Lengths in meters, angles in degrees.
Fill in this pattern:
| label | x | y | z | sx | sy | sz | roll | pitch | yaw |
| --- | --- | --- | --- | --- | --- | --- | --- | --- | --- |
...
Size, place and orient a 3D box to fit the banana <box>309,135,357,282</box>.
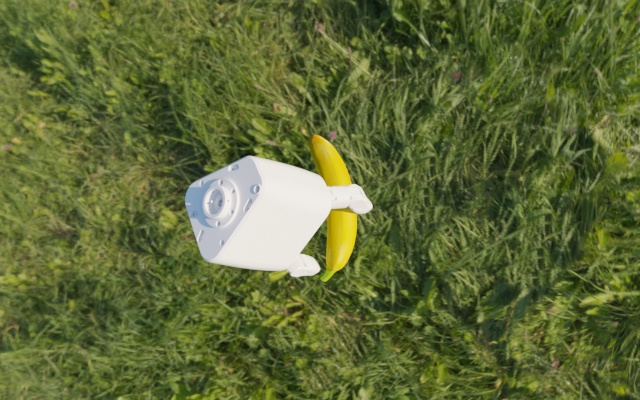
| label | x | y | z | sx | sy | sz | roll | pitch | yaw |
| --- | --- | --- | --- | --- | --- | --- | --- | --- | --- |
| banana | 0.015 | 0.002 | 0.614 | 0.069 | 0.197 | 0.037 | -12 | -14 | 38 |
